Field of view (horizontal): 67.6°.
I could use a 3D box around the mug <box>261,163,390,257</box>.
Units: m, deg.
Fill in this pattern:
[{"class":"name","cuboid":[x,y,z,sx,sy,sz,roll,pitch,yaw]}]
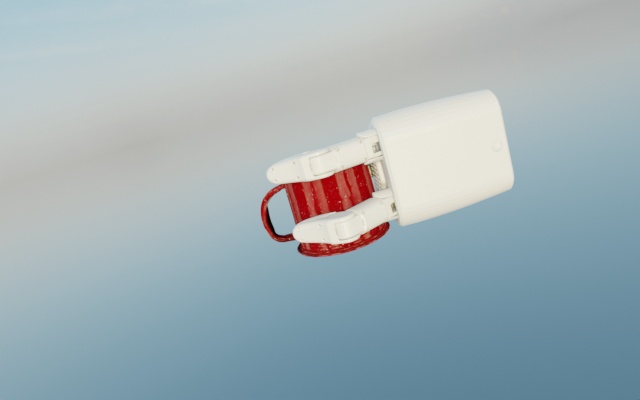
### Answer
[{"class":"mug","cuboid":[-0.001,0.002,0.456,0.117,0.081,0.093,-16,13,-1]}]
